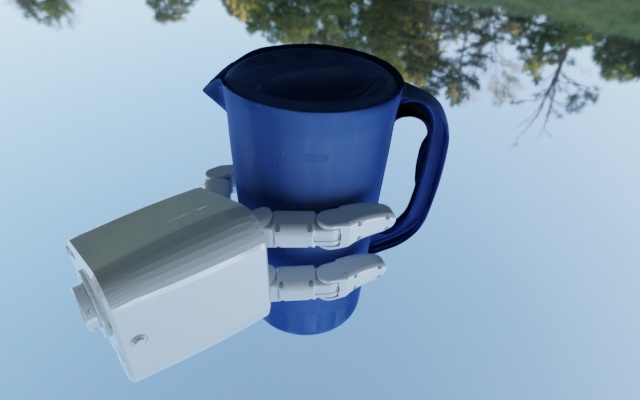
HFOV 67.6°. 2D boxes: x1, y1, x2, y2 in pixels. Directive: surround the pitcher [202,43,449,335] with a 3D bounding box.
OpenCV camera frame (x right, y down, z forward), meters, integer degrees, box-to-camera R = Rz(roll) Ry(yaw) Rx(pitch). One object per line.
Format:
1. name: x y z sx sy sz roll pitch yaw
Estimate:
1. pitcher: 0.000 0.001 0.411 0.145 0.243 0.149 -23 43 -31
